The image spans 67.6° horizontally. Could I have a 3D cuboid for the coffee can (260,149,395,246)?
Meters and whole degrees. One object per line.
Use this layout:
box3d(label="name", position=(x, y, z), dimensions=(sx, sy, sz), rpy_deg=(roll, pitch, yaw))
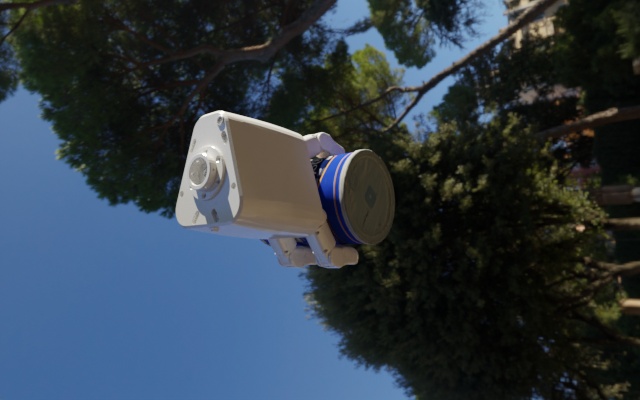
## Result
box3d(label="coffee can", position=(0.000, 0.002, 0.554), dimensions=(0.140, 0.103, 0.103), rpy_deg=(-6, -4, 38))
